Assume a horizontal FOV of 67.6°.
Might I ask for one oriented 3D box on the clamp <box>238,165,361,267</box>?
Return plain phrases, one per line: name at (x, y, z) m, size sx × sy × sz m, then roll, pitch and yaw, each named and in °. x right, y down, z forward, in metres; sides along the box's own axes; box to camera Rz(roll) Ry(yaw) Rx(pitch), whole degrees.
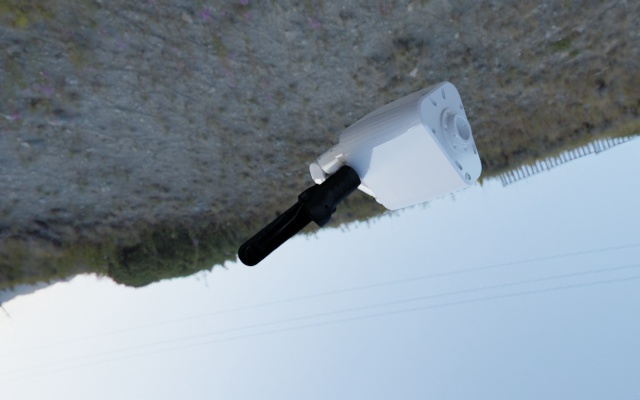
clamp at (0.000, 0.002, 0.488) m, size 0.120 × 0.039 × 0.171 m, roll -22°, pitch 15°, yaw 46°
